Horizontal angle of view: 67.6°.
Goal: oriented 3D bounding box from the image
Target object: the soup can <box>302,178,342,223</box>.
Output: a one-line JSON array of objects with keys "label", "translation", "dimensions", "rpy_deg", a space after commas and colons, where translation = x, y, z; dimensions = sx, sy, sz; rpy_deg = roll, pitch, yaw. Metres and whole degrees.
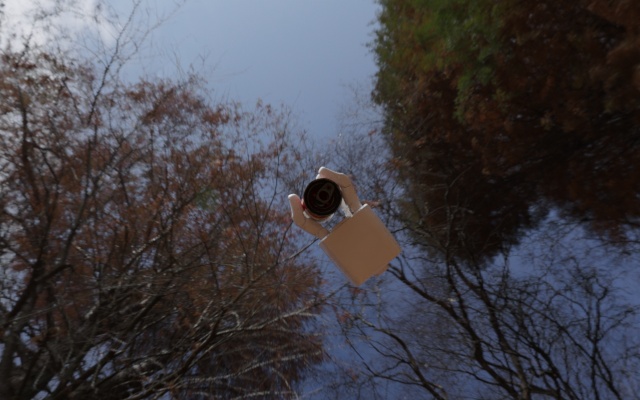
[{"label": "soup can", "translation": [0.000, 0.003, 0.869], "dimensions": [0.068, 0.068, 0.102], "rpy_deg": [0, -10, -5]}]
